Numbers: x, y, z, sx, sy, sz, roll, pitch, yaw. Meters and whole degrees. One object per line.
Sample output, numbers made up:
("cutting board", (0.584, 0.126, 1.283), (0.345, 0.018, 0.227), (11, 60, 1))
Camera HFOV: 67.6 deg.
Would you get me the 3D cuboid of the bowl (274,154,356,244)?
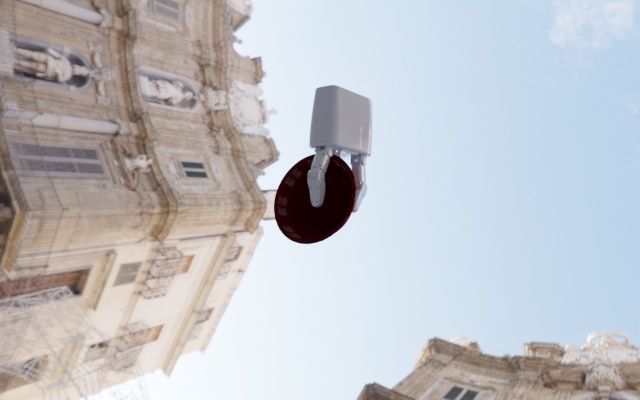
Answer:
("bowl", (0.000, 0.004, 0.817), (0.162, 0.162, 0.055), (0, -18, 33))
